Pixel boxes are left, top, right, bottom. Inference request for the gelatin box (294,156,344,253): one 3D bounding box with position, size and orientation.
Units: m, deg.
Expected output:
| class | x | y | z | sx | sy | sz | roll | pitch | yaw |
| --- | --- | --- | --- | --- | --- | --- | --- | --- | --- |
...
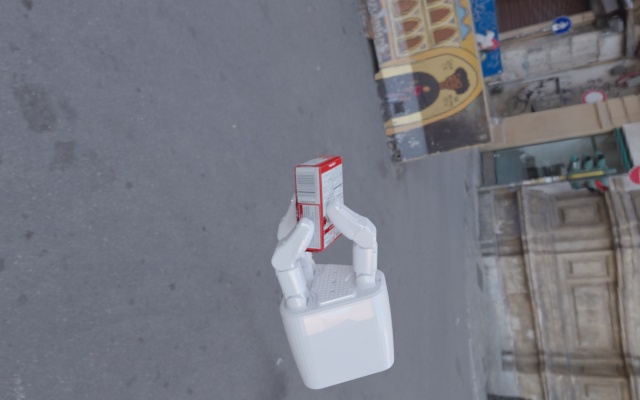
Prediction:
| class | x | y | z | sx | sy | sz | roll | pitch | yaw |
| --- | --- | --- | --- | --- | --- | --- | --- | --- | --- |
| gelatin box | 0.000 | 0.001 | 0.501 | 0.030 | 0.089 | 0.073 | 3 | 14 | 20 |
